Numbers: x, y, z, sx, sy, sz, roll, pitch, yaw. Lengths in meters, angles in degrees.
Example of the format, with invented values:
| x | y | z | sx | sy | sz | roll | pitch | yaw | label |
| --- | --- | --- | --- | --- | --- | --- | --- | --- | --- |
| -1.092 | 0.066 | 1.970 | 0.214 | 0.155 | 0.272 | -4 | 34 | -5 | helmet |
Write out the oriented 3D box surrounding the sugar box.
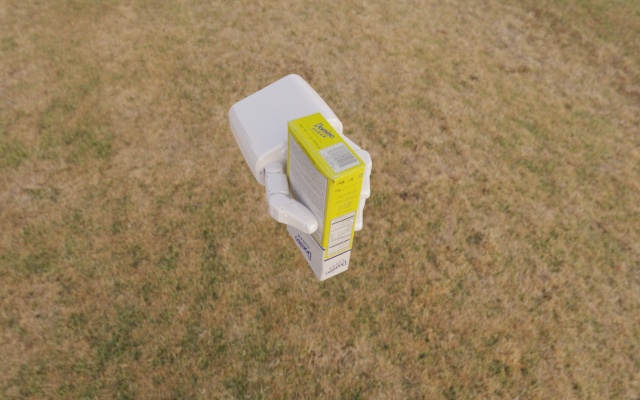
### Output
| x | y | z | sx | sy | sz | roll | pitch | yaw | label |
| --- | --- | --- | --- | --- | --- | --- | --- | --- | --- |
| 0.001 | 0.001 | 0.531 | 0.048 | 0.093 | 0.176 | -22 | -36 | -19 | sugar box |
